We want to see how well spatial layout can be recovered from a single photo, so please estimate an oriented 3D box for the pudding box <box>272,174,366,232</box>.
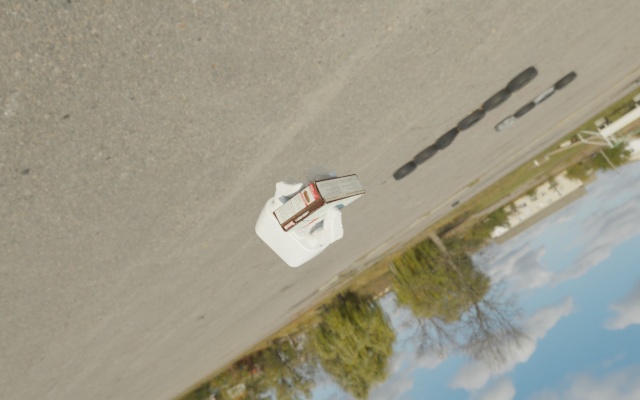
[{"bbox_3d":[0.000,0.002,0.692,0.090,0.039,0.113,-36,-11,33],"label":"pudding box"}]
